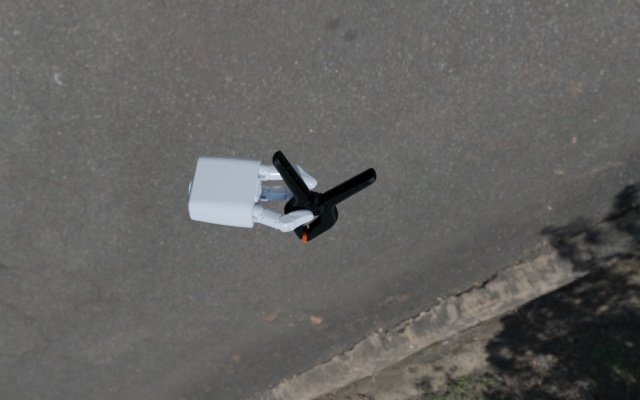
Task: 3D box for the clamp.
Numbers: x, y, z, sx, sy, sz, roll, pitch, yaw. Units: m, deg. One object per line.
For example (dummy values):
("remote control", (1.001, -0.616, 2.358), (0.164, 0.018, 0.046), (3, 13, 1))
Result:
("clamp", (0.000, 0.004, 0.808), (0.164, 0.036, 0.210), (7, -40, -1))
